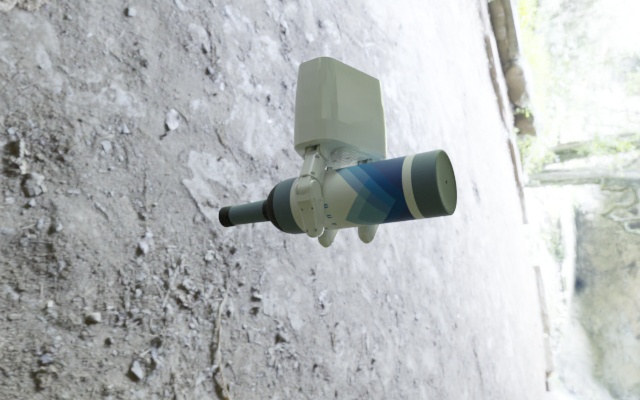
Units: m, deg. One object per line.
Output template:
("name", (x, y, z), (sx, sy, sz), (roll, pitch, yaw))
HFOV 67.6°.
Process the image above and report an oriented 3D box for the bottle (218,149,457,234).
("bottle", (0.000, 0.002, 0.544), (0.296, 0.069, 0.069), (-9, -5, 31))
